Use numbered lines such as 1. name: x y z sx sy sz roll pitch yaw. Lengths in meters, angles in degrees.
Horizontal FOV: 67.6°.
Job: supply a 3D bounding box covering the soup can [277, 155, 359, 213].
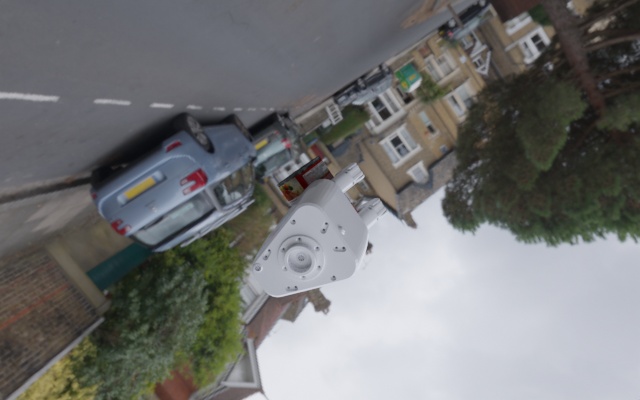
1. soup can: 0.000 0.002 0.620 0.068 0.102 0.068 -35 6 4
